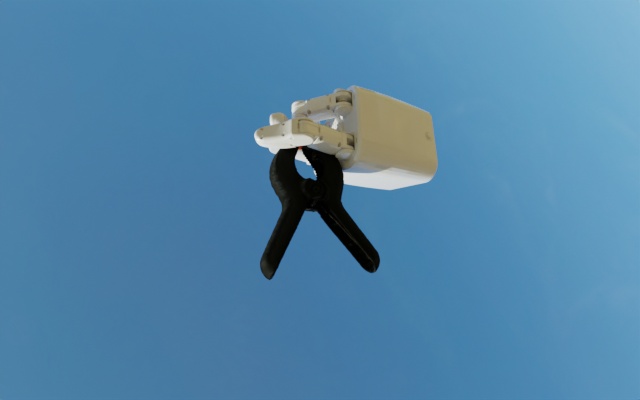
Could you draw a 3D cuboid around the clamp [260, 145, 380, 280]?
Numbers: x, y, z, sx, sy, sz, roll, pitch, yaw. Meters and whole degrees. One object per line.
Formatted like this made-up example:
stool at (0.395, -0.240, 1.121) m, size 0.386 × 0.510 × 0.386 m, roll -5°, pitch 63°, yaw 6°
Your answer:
clamp at (0.000, 0.002, 0.485) m, size 0.120 × 0.171 × 0.039 m, roll 11°, pitch -27°, yaw -24°
